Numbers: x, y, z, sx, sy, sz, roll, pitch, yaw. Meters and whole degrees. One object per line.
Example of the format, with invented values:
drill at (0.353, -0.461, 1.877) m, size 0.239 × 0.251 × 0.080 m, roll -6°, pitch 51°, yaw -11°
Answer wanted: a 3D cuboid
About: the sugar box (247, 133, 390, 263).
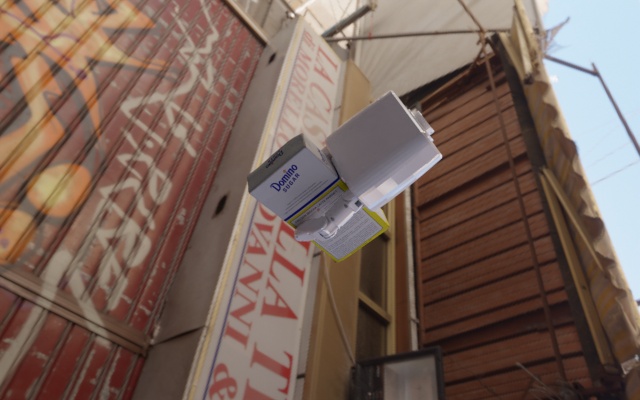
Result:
sugar box at (0.000, 0.002, 0.612) m, size 0.093 × 0.176 × 0.048 m, roll -37°, pitch 33°, yaw 16°
